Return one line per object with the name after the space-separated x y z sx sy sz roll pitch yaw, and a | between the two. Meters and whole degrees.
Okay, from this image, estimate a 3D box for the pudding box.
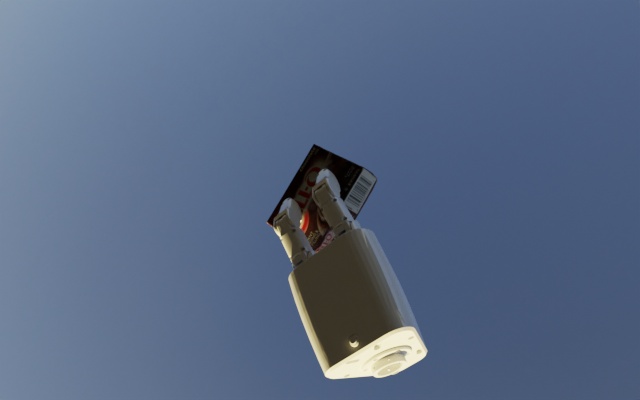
0.000 0.002 0.546 0.090 0.113 0.039 31 -2 44 | pudding box
